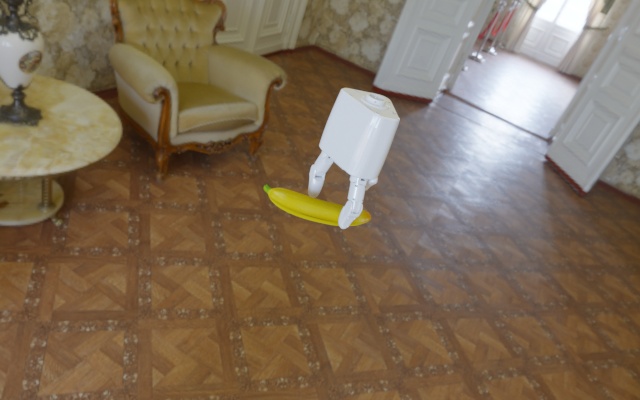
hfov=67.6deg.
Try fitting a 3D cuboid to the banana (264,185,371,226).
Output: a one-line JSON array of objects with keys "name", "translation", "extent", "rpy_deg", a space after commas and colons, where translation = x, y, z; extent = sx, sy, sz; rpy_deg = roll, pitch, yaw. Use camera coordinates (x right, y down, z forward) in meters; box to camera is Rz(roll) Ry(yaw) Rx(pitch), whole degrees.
[{"name": "banana", "translation": [-0.005, 0.011, 0.819], "extent": [0.198, 0.037, 0.069], "rpy_deg": [18, 28, -4]}]
